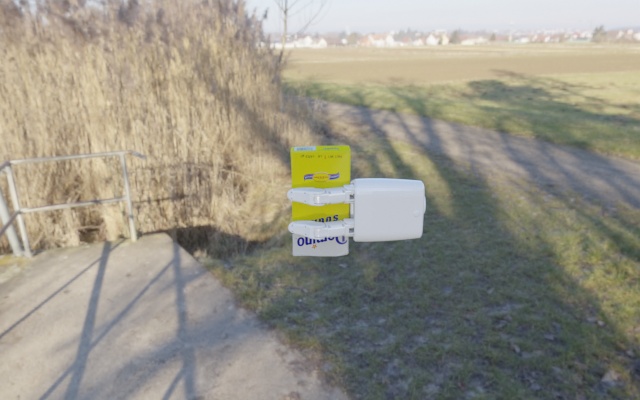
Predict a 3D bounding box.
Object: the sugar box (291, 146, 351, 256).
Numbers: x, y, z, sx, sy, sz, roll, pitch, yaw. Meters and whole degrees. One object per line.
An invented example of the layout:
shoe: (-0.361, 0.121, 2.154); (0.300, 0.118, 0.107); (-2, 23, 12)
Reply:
sugar box: (0.000, 0.003, 0.761); (0.093, 0.176, 0.048); (-1, 17, 0)
